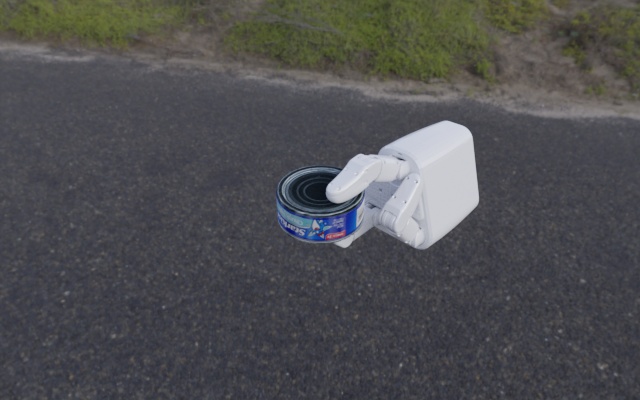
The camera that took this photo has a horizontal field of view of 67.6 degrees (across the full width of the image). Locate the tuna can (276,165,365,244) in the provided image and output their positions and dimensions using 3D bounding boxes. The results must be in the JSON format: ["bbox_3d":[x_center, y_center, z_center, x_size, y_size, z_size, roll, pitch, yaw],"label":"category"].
[{"bbox_3d":[0.000,0.001,0.462,0.086,0.034,0.086,0,37,0],"label":"tuna can"}]
